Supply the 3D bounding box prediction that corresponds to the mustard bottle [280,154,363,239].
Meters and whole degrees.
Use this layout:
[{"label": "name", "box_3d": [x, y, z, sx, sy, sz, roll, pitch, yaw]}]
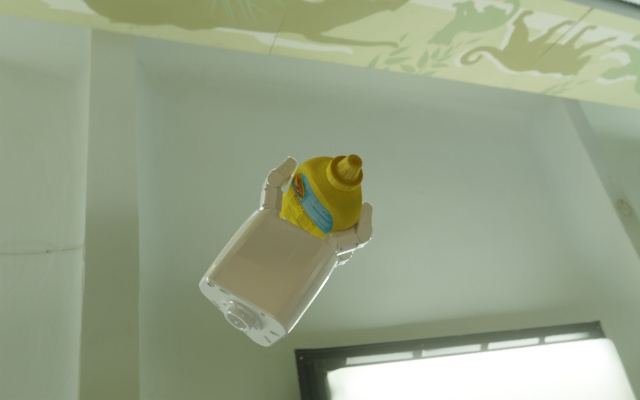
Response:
[{"label": "mustard bottle", "box_3d": [0.000, 0.002, 0.582, 0.058, 0.096, 0.192, -23, -16, -33]}]
